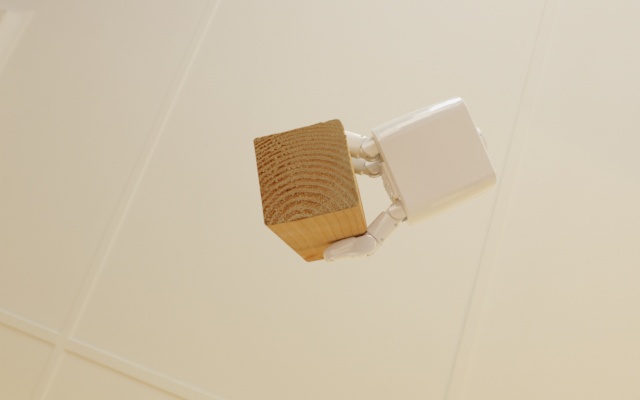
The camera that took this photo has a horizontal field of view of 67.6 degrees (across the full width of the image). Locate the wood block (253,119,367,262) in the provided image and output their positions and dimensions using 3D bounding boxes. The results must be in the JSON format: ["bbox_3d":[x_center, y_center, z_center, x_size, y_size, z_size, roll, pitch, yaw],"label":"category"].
[{"bbox_3d":[0.001,0.002,0.535,0.090,0.090,0.206,-12,-18,6],"label":"wood block"}]
